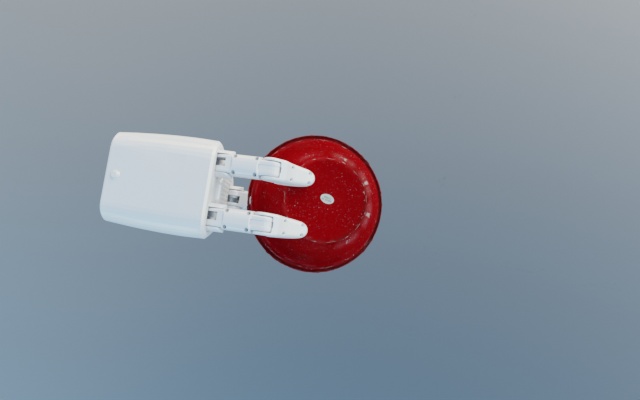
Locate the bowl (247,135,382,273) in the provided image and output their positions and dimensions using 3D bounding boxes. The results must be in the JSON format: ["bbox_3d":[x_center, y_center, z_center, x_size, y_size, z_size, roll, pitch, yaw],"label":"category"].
[{"bbox_3d":[0.001,0.002,0.535,0.162,0.162,0.055,0,-4,-12],"label":"bowl"}]
